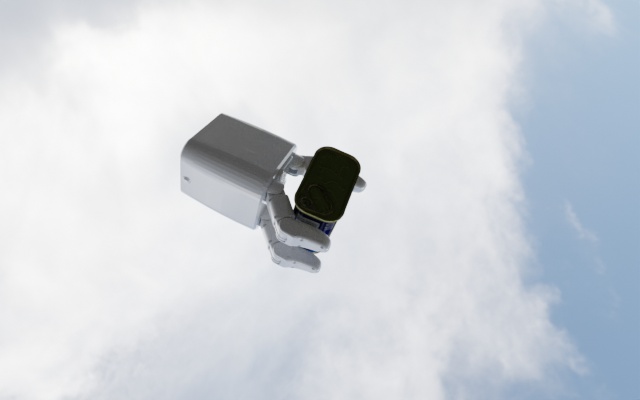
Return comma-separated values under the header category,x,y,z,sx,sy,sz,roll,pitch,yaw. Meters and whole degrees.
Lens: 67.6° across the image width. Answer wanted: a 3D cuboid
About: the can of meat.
category,x,y,z,sx,sy,sz,roll,pitch,yaw
can of meat,0.000,0.002,0.563,0.057,0.102,0.084,23,-37,0
